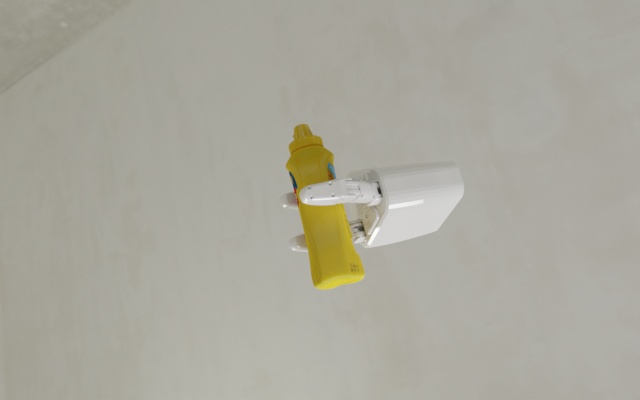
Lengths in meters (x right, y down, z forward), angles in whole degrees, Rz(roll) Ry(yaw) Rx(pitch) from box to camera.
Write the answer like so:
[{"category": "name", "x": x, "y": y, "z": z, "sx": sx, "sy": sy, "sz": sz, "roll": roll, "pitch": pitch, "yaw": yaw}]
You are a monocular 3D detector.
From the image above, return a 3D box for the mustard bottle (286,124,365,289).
[{"category": "mustard bottle", "x": 0.000, "y": 0.002, "z": 0.546, "sx": 0.058, "sy": 0.191, "sz": 0.096, "roll": -15, "pitch": -14, "yaw": 5}]
